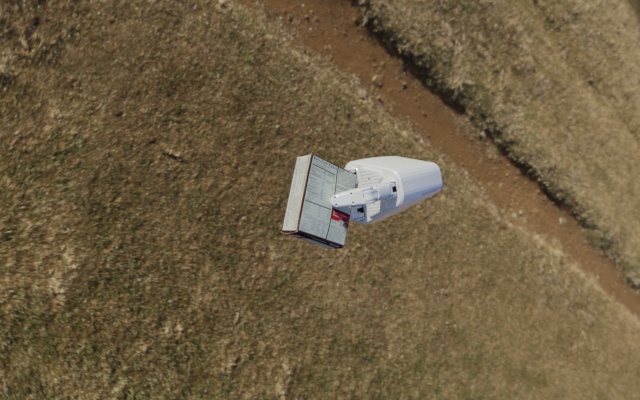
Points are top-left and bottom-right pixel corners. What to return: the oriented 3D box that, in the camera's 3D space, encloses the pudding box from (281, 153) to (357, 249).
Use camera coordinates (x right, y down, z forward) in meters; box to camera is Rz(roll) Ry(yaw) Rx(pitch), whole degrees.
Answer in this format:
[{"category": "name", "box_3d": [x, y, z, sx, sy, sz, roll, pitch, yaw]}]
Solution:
[{"category": "pudding box", "box_3d": [0.000, 0.002, 0.660, 0.090, 0.113, 0.039, 22, -19, -37]}]
